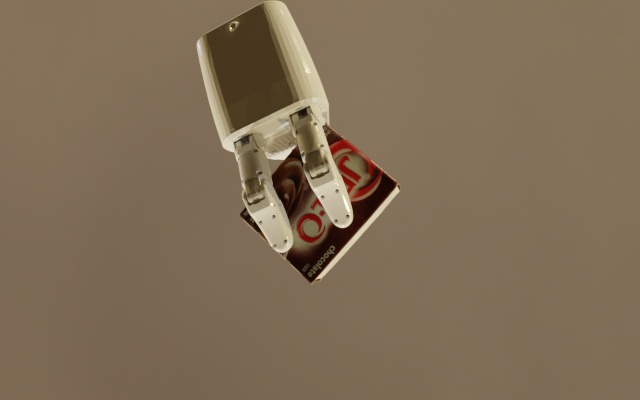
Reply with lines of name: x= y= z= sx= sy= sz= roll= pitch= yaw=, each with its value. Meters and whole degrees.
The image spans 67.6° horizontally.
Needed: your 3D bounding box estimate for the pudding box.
pudding box: x=0.000 y=0.001 z=0.416 sx=0.090 sy=0.113 sz=0.039 roll=41 pitch=6 yaw=16
